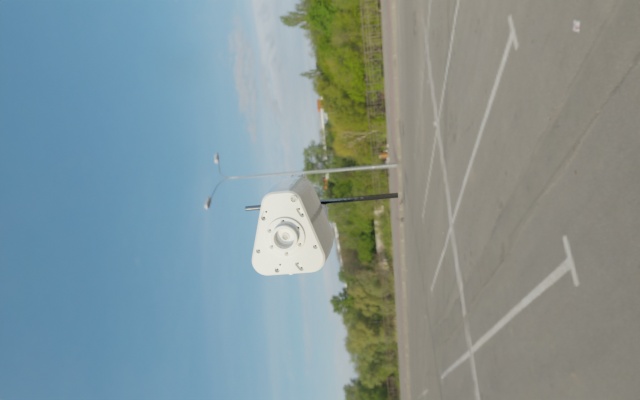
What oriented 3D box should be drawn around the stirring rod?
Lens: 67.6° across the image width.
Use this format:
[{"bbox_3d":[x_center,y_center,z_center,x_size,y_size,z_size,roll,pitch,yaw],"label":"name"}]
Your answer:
[{"bbox_3d":[0.000,0.002,0.748,0.239,0.011,0.011,-5,-1,6],"label":"stirring rod"}]
